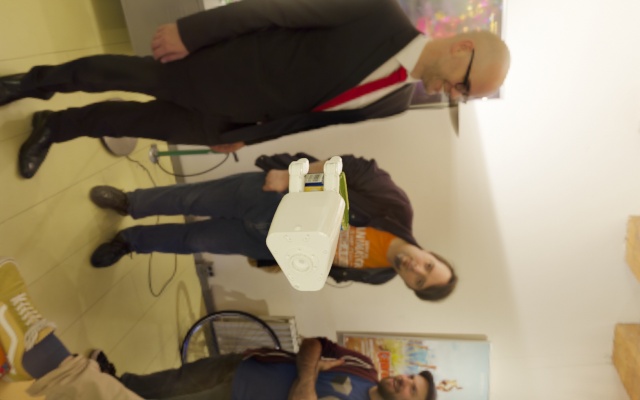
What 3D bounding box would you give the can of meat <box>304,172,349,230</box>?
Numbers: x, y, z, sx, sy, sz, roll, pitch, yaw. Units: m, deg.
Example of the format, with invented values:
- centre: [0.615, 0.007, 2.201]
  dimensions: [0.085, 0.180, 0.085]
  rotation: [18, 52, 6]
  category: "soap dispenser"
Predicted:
- centre: [0.000, 0.003, 0.789]
  dimensions: [0.084, 0.102, 0.057]
  rotation: [-2, 28, 13]
  category: "can of meat"
